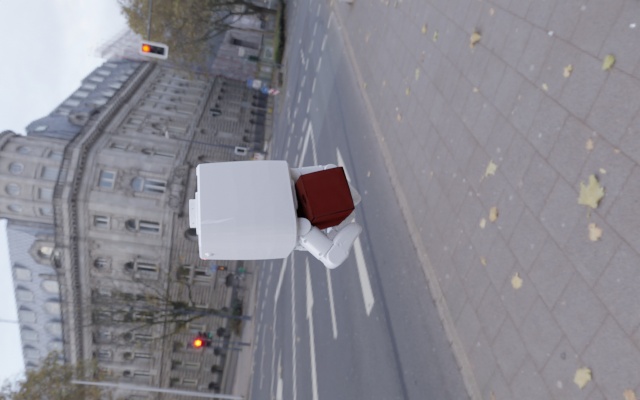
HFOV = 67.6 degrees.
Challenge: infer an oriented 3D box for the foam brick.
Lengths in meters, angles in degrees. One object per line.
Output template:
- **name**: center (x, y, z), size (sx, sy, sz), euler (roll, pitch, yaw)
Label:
- **foam brick**: center (0.000, 0.002, 0.556), size (0.051, 0.053, 0.078), euler (-12, -15, -17)
